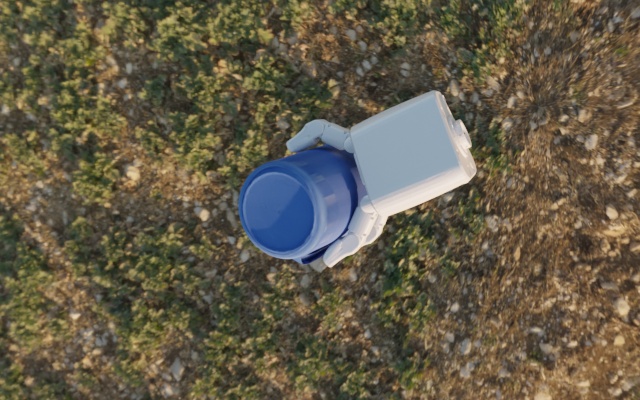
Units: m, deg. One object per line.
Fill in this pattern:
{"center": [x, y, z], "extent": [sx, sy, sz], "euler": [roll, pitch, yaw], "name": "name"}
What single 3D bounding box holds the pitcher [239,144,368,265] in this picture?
{"center": [0.000, 0.002, 0.614], "extent": [0.145, 0.149, 0.243], "euler": [-22, 0, 26], "name": "pitcher"}
